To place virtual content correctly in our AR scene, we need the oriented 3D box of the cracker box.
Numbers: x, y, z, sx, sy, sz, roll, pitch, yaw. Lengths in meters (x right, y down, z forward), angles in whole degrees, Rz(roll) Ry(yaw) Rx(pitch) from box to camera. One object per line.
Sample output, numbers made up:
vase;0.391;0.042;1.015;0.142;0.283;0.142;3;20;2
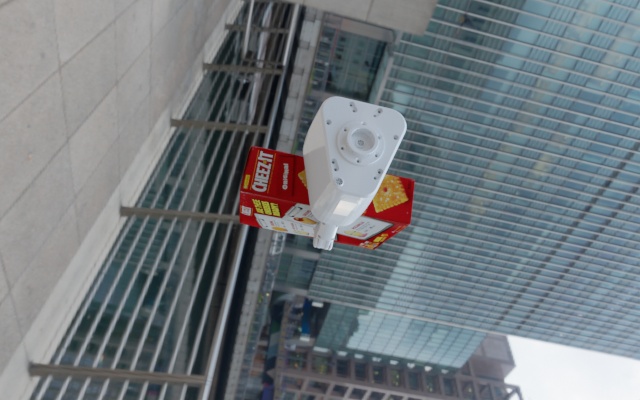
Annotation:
cracker box;0.000;0.002;0.660;0.214;0.072;0.164;12;-18;-6
